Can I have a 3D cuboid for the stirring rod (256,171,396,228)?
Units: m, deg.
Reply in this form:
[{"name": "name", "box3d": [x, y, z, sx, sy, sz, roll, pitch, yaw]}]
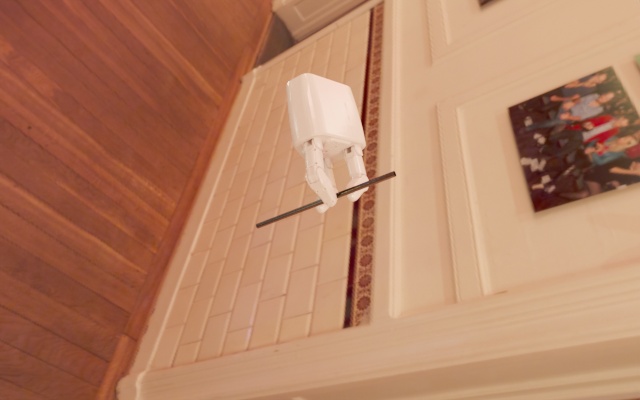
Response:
[{"name": "stirring rod", "box3d": [0.000, 0.002, 0.693, 0.239, 0.011, 0.011, -21, -10, 28]}]
